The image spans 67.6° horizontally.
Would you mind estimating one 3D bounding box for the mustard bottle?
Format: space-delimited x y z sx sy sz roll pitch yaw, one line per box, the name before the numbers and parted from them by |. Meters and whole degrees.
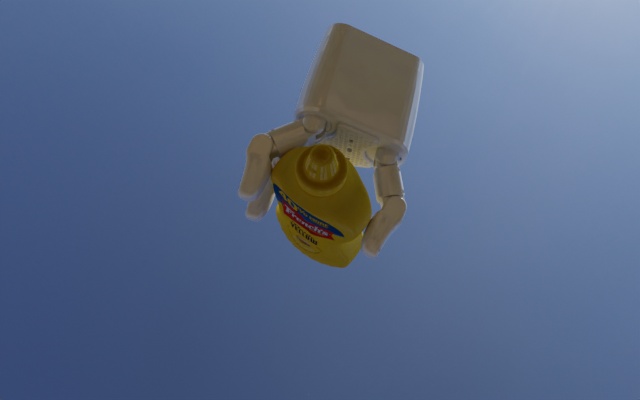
mustard bottle | 0.000 0.002 0.435 0.096 0.058 0.192 37 -18 13
